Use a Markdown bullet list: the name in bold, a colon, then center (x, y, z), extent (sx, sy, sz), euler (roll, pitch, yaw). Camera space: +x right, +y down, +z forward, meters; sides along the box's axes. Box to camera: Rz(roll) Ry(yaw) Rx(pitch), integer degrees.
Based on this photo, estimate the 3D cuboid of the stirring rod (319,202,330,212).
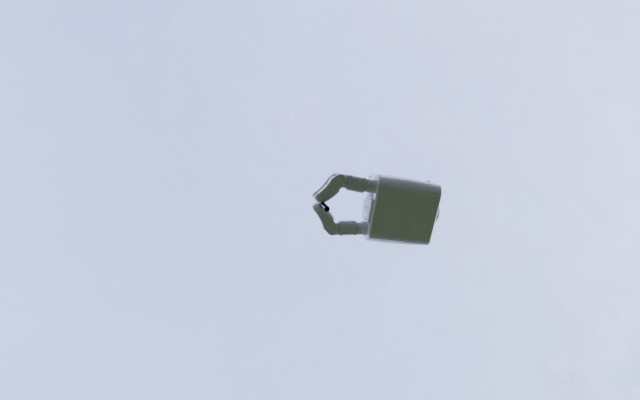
- **stirring rod**: center (0.000, 0.003, 0.789), extent (0.011, 0.011, 0.239), euler (0, 4, -4)
